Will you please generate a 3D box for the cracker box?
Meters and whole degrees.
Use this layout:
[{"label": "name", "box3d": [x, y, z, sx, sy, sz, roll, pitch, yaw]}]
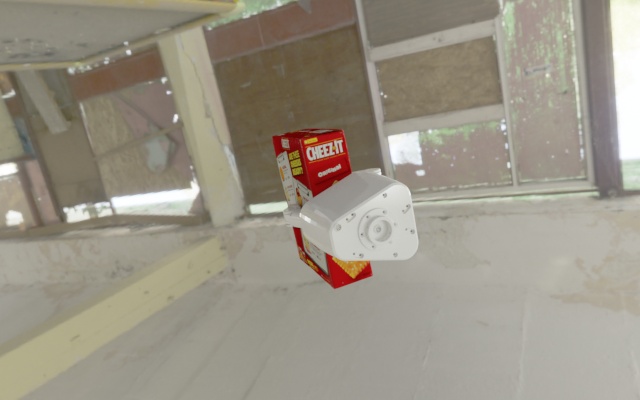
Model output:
[{"label": "cracker box", "box3d": [0.000, 0.003, 0.715, 0.072, 0.214, 0.164, -16, 13, -16]}]
